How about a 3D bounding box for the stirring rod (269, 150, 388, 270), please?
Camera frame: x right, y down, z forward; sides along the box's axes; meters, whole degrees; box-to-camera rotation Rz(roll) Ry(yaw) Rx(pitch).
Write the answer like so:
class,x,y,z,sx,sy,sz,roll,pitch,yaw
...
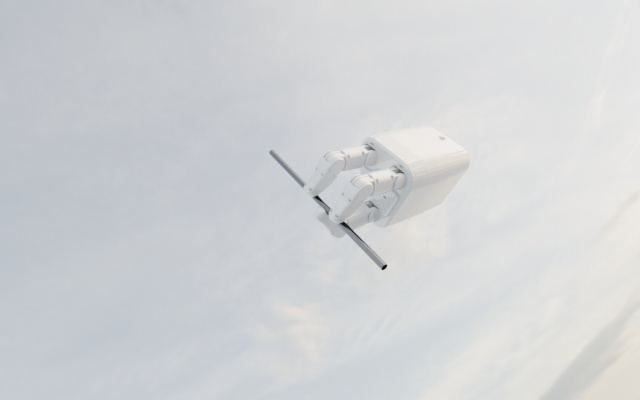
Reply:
class,x,y,z,sx,sy,sz,roll,pitch,yaw
stirring rod,0.000,0.002,0.564,0.011,0.011,0.239,0,34,-41
